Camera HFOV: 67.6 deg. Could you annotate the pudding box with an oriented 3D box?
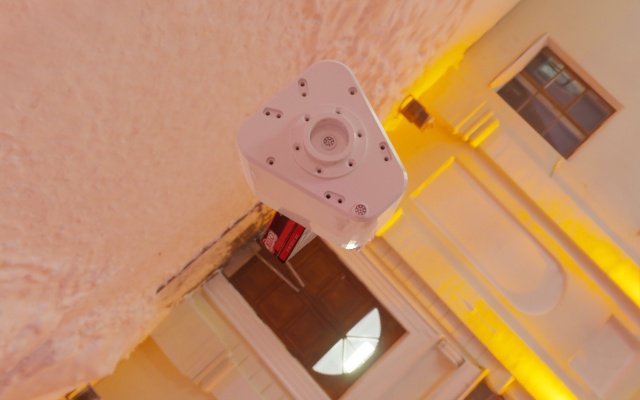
[{"bbox_3d":[0.000,0.002,0.467,0.113,0.039,0.090,-36,-12,-37],"label":"pudding box"}]
